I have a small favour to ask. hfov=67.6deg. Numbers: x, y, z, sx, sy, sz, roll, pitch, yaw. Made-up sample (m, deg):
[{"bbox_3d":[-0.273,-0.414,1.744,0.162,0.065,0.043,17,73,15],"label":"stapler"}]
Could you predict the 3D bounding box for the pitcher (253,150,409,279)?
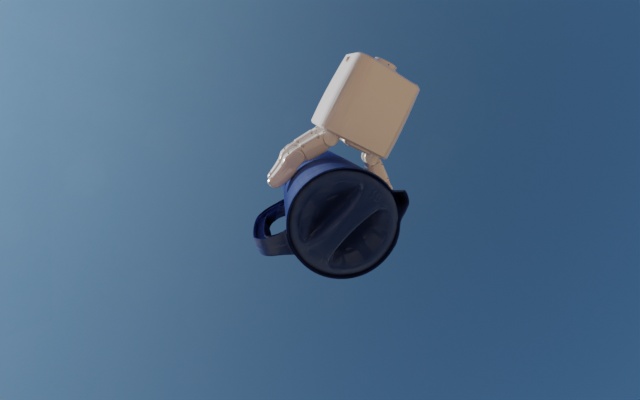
[{"bbox_3d":[0.000,0.002,0.646,0.149,0.145,0.242,23,9,-14],"label":"pitcher"}]
